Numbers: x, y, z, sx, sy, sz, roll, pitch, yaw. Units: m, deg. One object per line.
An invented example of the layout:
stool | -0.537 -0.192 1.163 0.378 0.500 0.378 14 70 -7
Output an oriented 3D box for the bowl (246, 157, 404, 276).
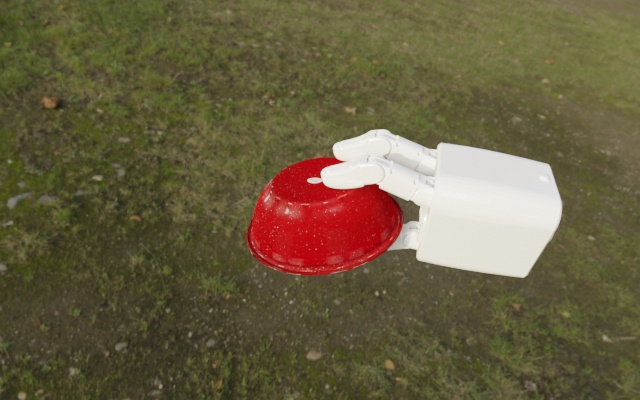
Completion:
bowl | -0.001 0.001 0.476 0.162 0.055 0.162 -7 32 4
